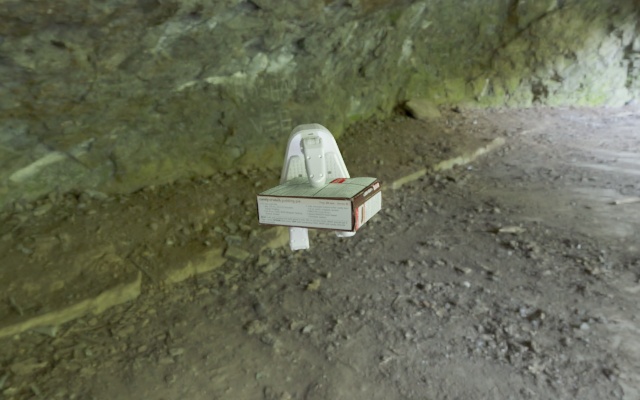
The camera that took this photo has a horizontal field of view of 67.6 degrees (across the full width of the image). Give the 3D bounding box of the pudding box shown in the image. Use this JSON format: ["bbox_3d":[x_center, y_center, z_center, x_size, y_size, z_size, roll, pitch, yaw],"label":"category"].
[{"bbox_3d":[0.000,0.002,0.518,0.113,0.039,0.090,1,16,25],"label":"pudding box"}]
